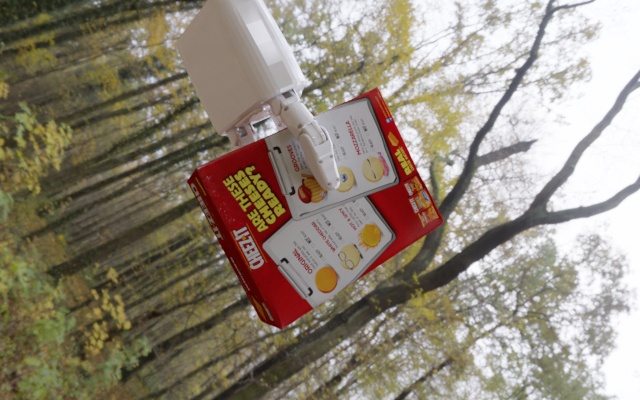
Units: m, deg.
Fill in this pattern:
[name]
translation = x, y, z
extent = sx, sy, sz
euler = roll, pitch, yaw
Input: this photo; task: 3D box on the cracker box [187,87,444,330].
[cracker box]
translation = 0.000, 0.001, 0.488
extent = 0.213, 0.164, 0.072
euler = -29, 4, -25
